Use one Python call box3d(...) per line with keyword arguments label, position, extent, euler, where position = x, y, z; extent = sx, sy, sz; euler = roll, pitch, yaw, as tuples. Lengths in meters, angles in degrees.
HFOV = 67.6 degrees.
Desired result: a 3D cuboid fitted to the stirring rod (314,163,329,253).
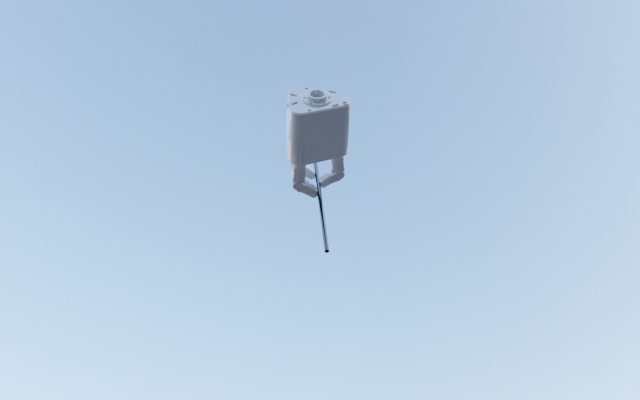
box3d(label="stirring rod", position=(0.000, 0.003, 0.879), extent=(0.011, 0.011, 0.239), euler=(0, 43, -7))
